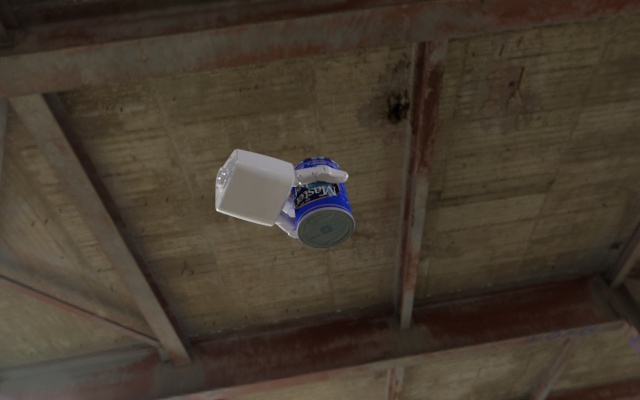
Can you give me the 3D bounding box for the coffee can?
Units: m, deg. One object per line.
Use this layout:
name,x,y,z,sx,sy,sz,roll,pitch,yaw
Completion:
coffee can,0.000,0.003,0.880,0.103,0.140,0.103,-6,-44,-6
